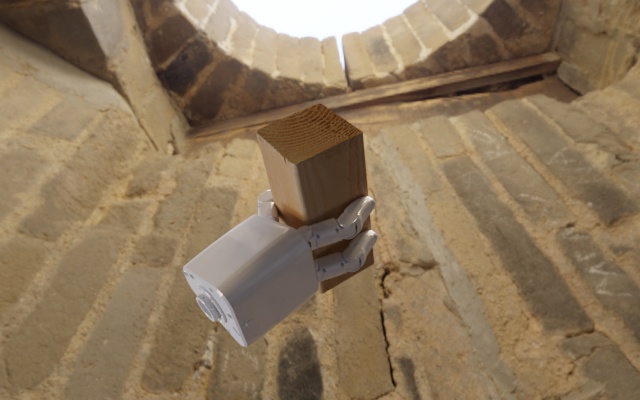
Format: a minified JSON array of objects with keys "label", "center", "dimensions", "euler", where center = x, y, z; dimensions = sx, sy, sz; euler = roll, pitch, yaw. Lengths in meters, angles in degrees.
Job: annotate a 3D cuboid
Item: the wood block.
[{"label":"wood block","center":[0.000,0.002,0.583],"dimensions":[0.090,0.206,0.090],"euler":[-27,44,-20]}]
